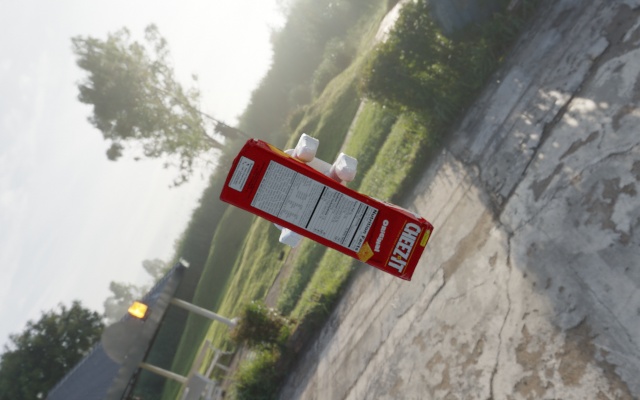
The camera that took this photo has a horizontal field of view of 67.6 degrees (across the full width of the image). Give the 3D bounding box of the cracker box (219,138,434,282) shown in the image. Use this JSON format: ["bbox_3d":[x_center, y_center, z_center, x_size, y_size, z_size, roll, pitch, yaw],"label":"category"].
[{"bbox_3d":[0.000,0.002,0.547,0.214,0.072,0.164,24,3,-10],"label":"cracker box"}]
